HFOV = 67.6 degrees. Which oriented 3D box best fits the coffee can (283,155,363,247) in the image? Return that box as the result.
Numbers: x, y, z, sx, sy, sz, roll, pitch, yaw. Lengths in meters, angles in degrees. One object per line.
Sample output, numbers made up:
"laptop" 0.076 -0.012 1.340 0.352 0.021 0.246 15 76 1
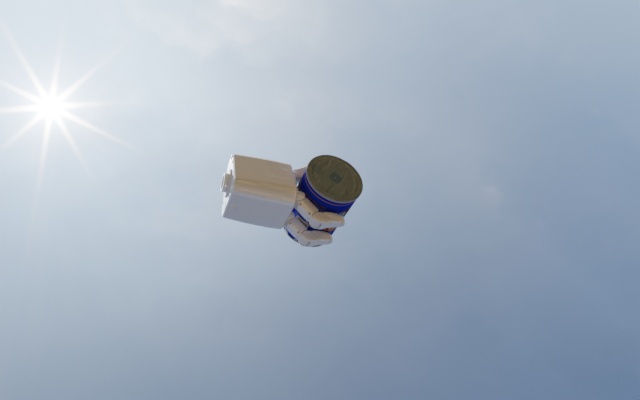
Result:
"coffee can" 0.000 0.003 0.852 0.103 0.102 0.140 0 -37 -27
